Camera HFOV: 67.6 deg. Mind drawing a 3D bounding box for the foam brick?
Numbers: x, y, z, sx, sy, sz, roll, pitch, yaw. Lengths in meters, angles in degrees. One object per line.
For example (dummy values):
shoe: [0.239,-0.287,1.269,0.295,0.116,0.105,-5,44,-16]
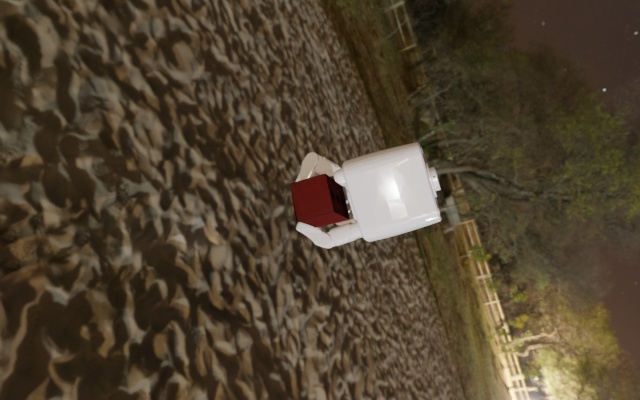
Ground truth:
foam brick: [0.000,0.002,0.635,0.051,0.053,0.078,-15,-13,16]
